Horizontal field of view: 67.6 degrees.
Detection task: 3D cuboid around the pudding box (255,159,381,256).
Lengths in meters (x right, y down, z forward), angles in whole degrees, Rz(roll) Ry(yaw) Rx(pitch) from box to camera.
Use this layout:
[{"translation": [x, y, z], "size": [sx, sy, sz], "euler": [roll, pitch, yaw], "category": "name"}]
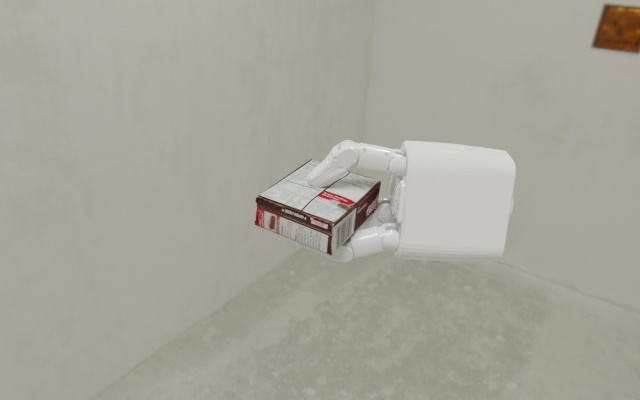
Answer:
[{"translation": [0.000, 0.001, 0.495], "size": [0.090, 0.039, 0.113], "euler": [19, 31, 23], "category": "pudding box"}]
